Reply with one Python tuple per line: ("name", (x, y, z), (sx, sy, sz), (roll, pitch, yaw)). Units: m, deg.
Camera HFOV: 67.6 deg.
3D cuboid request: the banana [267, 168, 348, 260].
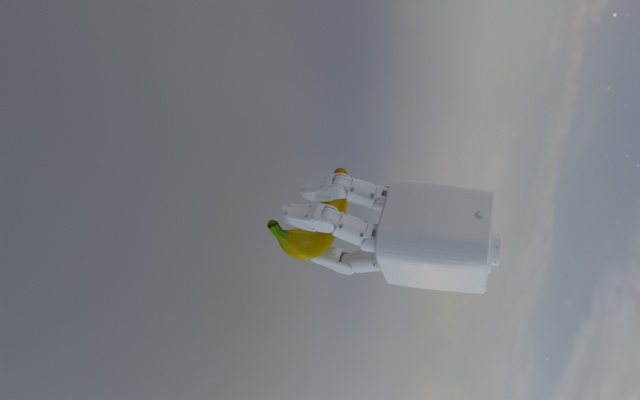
("banana", (0.001, 0.021, 0.568), (0.037, 0.070, 0.197), (3, 21, 22))
